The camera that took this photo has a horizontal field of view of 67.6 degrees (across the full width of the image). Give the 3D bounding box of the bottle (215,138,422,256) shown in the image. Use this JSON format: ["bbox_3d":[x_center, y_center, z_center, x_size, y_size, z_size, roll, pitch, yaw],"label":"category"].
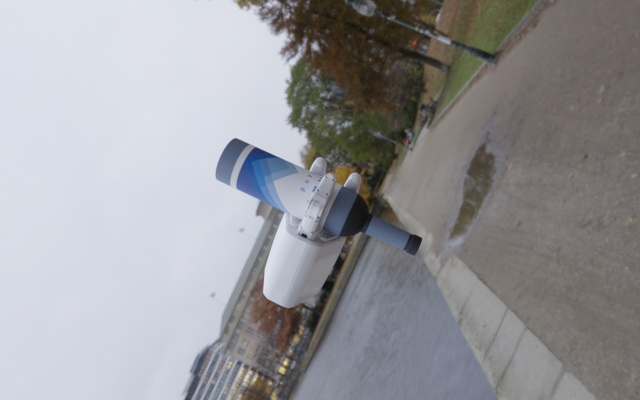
[{"bbox_3d":[0.000,0.002,0.664,0.295,0.069,0.069,25,2,6],"label":"bottle"}]
